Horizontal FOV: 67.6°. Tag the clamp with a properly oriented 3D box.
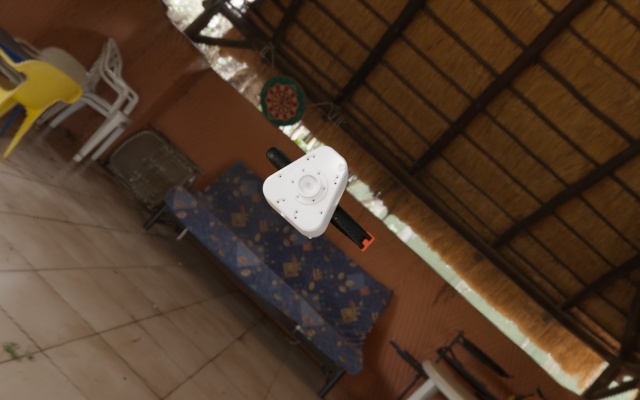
[{"bbox_3d":[0.001,0.002,0.783,0.210,0.036,0.164,42,-4,5],"label":"clamp"}]
